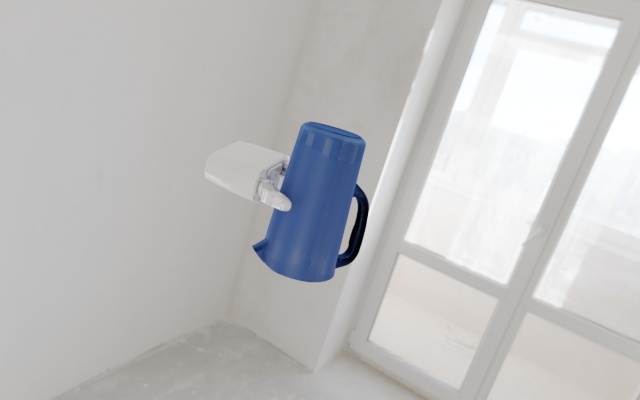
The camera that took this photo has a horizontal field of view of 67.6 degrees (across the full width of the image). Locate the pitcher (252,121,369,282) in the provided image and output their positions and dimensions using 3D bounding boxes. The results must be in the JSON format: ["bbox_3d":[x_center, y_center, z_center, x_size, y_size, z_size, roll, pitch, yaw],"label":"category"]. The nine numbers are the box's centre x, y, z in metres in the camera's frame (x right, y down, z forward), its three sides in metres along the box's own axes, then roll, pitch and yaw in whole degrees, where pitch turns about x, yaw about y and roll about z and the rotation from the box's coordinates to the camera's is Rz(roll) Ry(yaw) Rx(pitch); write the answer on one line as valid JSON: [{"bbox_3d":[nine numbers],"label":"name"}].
[{"bbox_3d":[0.000,0.003,0.787,0.145,0.243,0.149,22,15,21],"label":"pitcher"}]
